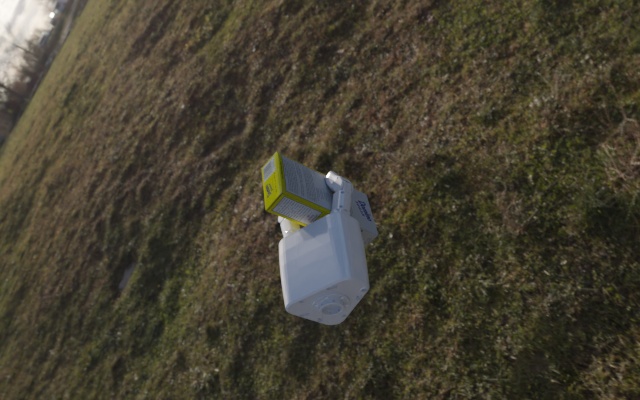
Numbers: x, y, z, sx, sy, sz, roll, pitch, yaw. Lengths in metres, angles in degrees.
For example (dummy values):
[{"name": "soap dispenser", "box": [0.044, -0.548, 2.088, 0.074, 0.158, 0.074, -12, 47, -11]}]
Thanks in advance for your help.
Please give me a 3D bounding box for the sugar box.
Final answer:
[{"name": "sugar box", "box": [0.000, 0.003, 0.702, 0.176, 0.093, 0.048, 27, -56, -31]}]
